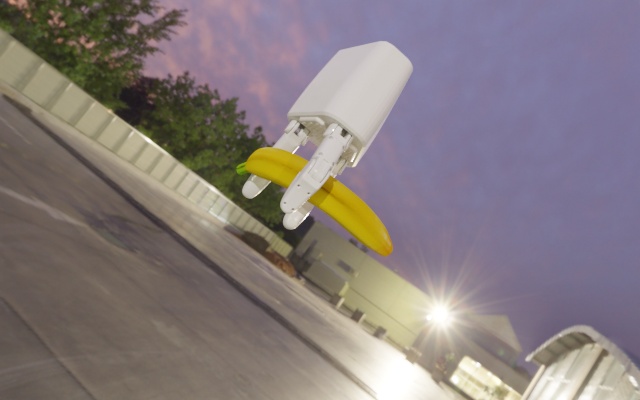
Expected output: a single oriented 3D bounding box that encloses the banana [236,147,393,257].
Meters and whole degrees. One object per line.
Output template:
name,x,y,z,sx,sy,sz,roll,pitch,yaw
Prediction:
banana,-0.001,-0.006,0.509,0.198,0.037,0.070,31,-19,5
